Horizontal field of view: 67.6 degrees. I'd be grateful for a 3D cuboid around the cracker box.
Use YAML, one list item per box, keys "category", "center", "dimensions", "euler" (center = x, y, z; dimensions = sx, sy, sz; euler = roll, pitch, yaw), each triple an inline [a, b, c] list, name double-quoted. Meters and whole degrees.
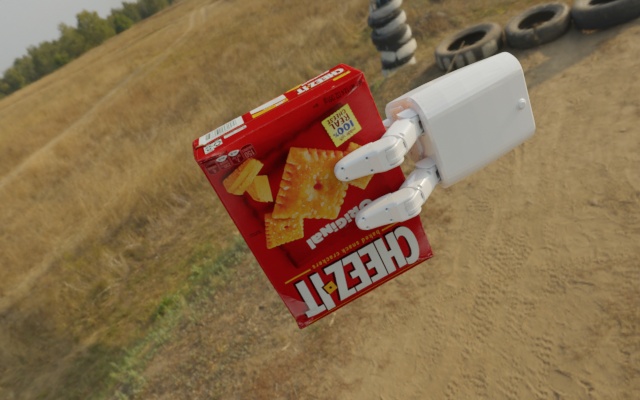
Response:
- category: "cracker box"
  center: [0.000, 0.001, 0.472]
  dimensions: [0.164, 0.214, 0.072]
  euler: [-28, 27, -3]
